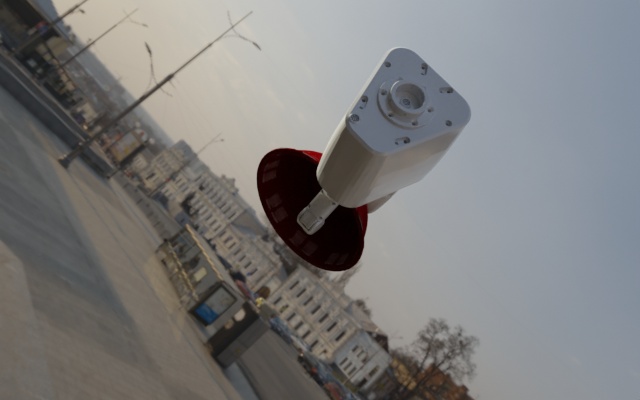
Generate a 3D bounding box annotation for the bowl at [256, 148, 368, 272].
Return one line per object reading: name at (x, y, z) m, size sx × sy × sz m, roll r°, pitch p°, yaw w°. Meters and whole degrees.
bowl at (0.000, 0.002, 0.559) m, size 0.162 × 0.162 × 0.055 m, roll 0°, pitch 29°, yaw 47°
